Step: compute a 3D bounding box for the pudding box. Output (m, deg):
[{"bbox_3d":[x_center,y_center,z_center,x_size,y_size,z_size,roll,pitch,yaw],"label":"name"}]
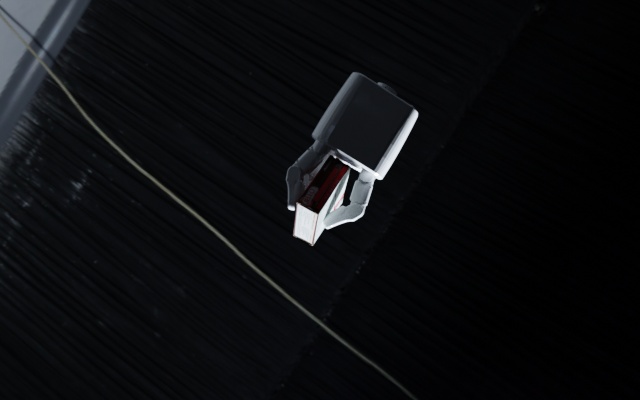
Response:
[{"bbox_3d":[0.000,0.002,0.680,0.039,0.090,0.114,30,-26,12],"label":"pudding box"}]
